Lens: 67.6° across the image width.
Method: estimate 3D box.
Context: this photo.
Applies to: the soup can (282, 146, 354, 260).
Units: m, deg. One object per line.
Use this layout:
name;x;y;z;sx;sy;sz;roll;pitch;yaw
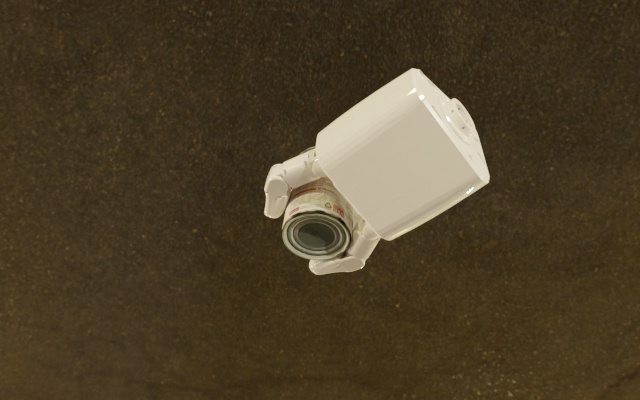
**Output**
soup can;0.000;0.002;0.487;0.068;0.069;0.102;0;43;6
